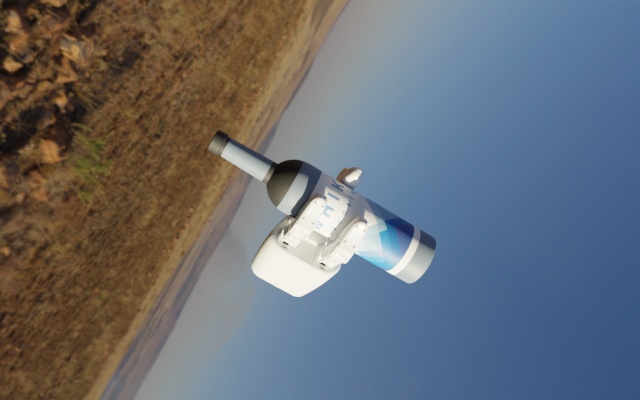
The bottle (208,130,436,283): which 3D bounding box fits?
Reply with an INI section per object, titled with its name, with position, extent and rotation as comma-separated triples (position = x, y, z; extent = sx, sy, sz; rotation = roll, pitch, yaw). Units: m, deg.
[bottle]
position = 0.000, 0.002, 0.580
extent = 0.296, 0.069, 0.069
rotation = 30, -5, -8
